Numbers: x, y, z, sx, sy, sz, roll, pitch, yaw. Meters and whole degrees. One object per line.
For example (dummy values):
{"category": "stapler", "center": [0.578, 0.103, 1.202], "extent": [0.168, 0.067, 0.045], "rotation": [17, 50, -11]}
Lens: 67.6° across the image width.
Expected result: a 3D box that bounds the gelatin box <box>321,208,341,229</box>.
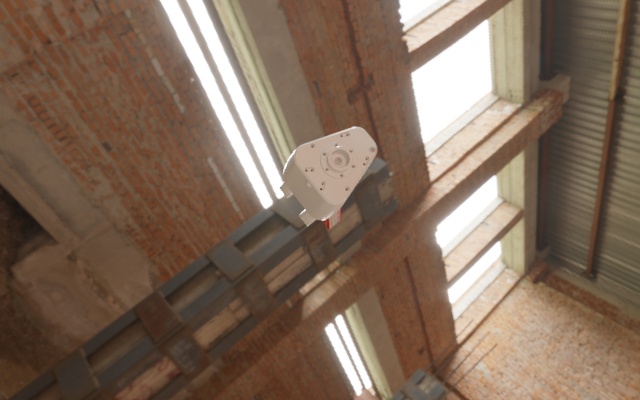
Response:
{"category": "gelatin box", "center": [0.000, 0.002, 0.795], "extent": [0.030, 0.073, 0.089], "rotation": [-39, -16, -10]}
